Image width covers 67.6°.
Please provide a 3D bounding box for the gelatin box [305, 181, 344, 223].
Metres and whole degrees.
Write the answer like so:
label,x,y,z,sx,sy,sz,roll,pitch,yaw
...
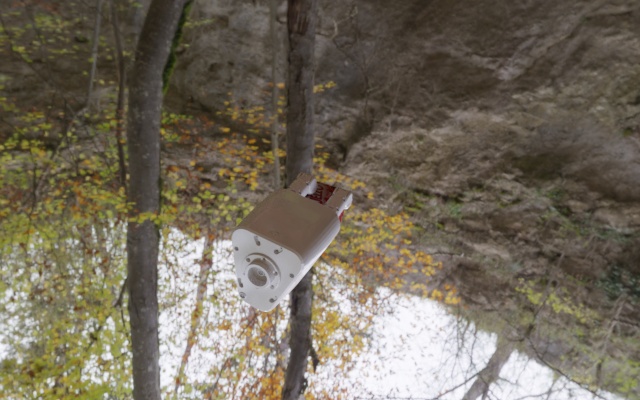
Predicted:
label,x,y,z,sx,sy,sz,roll,pitch,yaw
gelatin box,0.000,0.003,0.705,0.073,0.030,0.089,17,25,1
